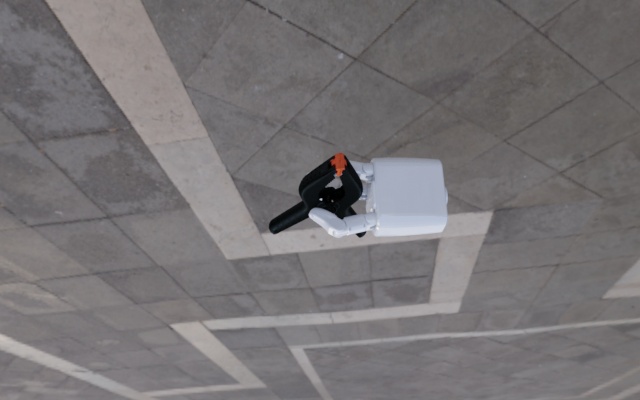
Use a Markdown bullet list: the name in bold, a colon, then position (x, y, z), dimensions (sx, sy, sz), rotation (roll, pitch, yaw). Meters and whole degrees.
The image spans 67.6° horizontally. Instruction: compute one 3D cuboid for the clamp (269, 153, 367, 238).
- **clamp**: position (0.000, 0.003, 0.728), dimensions (0.164, 0.036, 0.210), rotation (-2, -32, -4)
